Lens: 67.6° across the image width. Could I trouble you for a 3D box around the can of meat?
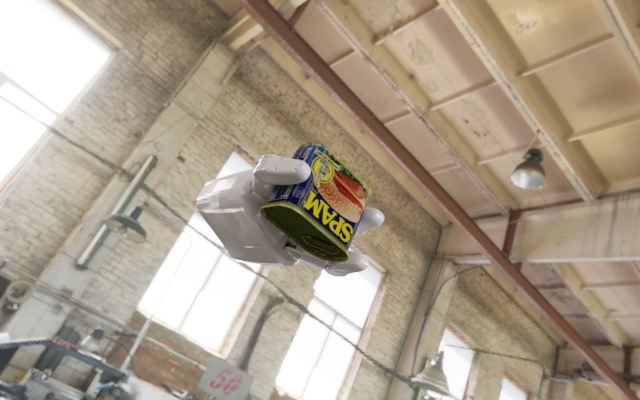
[{"bbox_3d":[0.000,0.001,0.500,0.057,0.084,0.102,-9,-42,48],"label":"can of meat"}]
